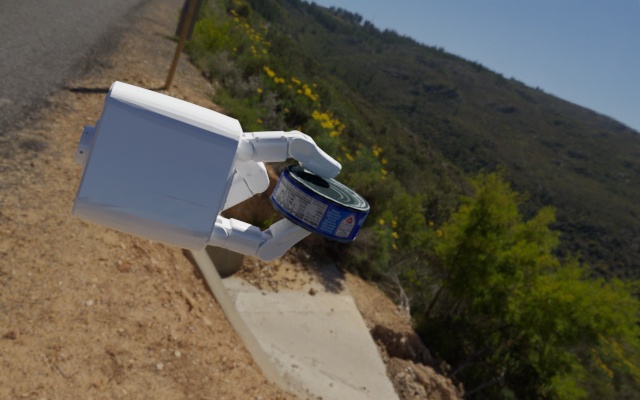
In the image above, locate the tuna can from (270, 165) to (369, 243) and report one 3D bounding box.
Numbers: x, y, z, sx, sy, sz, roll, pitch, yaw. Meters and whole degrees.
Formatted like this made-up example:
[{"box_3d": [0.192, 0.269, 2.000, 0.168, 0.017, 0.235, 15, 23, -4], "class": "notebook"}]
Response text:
[{"box_3d": [0.000, 0.001, 0.428, 0.086, 0.034, 0.086, 25, 14, -7], "class": "tuna can"}]
